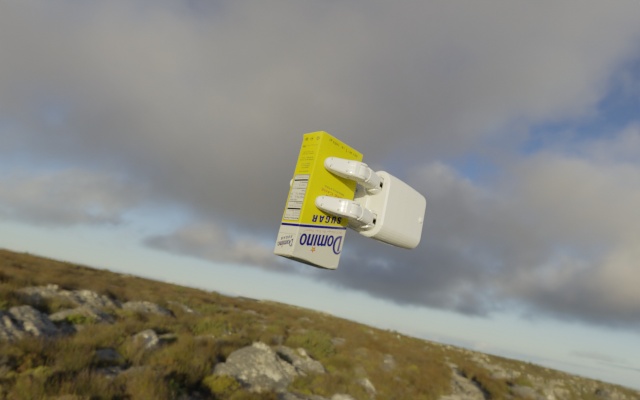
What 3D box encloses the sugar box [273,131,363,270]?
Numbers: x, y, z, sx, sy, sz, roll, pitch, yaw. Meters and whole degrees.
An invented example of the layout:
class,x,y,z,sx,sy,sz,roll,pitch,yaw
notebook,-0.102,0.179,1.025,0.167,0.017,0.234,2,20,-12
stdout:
class,x,y,z,sx,sy,sz,roll,pitch,yaw
sugar box,0.001,0.002,0.669,0.048,0.176,0.093,-2,-19,45
